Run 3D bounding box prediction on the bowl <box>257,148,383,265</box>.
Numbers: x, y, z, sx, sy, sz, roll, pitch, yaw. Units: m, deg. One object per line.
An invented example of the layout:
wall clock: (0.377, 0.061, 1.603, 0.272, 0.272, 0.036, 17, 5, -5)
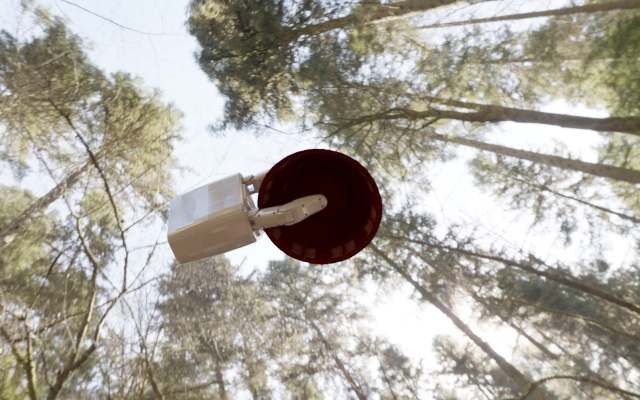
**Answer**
bowl: (0.001, 0.002, 0.634, 0.162, 0.162, 0.055, 0, 22, 5)
